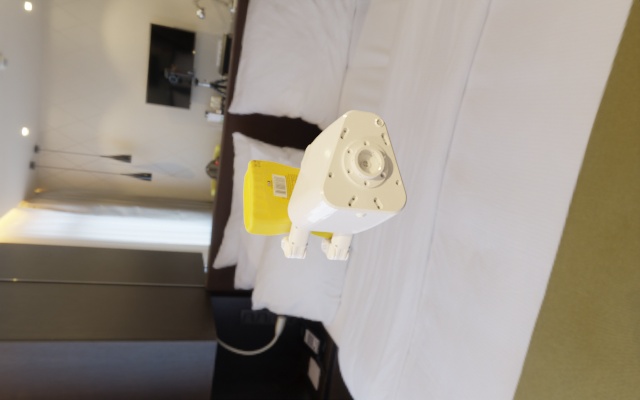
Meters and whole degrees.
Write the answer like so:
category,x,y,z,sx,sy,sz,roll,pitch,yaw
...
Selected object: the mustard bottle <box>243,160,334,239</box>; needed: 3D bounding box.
category,x,y,z,sx,sy,sz,roll,pitch,yaw
mustard bottle,0.000,0.002,0.614,0.191,0.096,0.058,5,-38,-18
